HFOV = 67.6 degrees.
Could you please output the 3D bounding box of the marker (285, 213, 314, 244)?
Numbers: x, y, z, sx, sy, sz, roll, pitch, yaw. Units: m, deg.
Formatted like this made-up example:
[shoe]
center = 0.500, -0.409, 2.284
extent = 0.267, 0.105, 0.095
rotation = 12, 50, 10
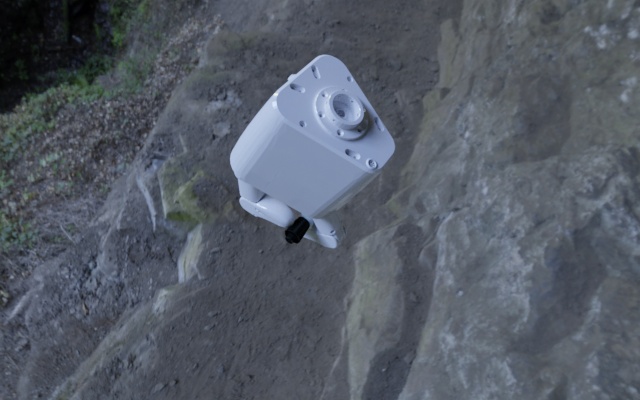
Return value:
[marker]
center = 0.000, 0.002, 0.511
extent = 0.020, 0.020, 0.121
rotation = 0, 40, 43
